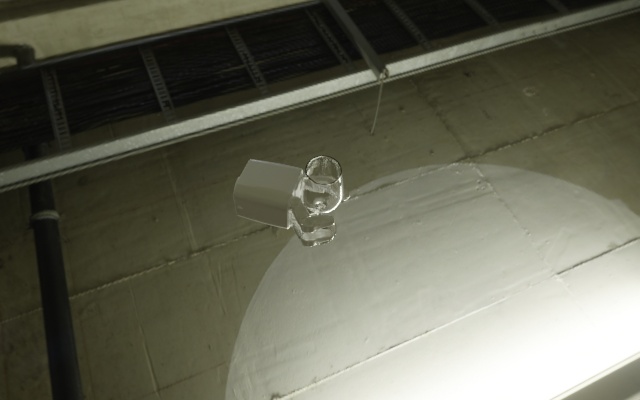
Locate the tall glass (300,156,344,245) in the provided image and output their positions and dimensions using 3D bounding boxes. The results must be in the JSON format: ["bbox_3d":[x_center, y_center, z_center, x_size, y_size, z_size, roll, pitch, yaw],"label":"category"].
[{"bbox_3d":[0.000,0.003,0.882,0.079,0.079,0.201,0,-33,-4],"label":"tall glass"}]
